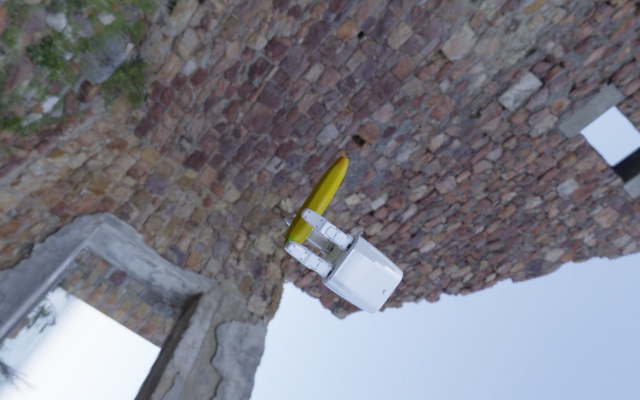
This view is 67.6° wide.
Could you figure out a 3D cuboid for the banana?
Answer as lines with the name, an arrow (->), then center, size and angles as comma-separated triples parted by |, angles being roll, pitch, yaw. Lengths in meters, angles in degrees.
banana -> -0.008, 0.010, 0.815 | 0.037, 0.197, 0.070 | 36, -25, -9
